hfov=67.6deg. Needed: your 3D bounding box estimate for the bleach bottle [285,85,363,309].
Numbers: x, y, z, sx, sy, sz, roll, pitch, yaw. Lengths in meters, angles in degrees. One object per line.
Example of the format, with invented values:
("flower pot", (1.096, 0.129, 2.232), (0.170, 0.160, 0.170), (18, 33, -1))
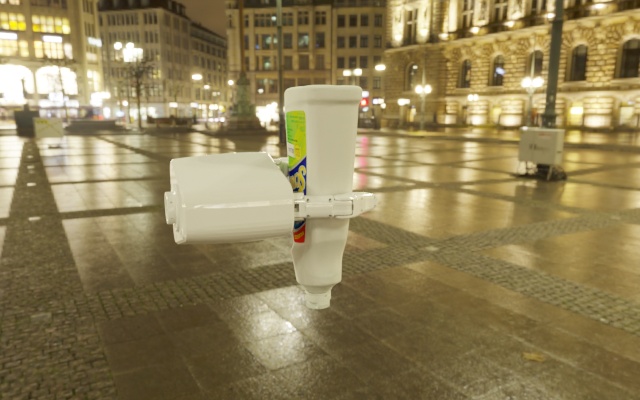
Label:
("bleach bottle", (0.000, 0.002, 0.535), (0.068, 0.251, 0.102), (-4, 11, -22))
